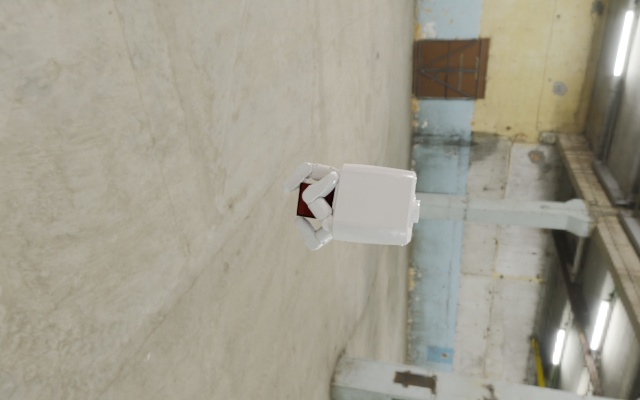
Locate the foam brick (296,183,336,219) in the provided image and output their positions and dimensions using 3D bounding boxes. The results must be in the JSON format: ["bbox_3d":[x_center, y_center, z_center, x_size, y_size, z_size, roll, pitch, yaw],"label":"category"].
[{"bbox_3d":[0.000,0.002,0.741,0.051,0.053,0.078,7,1,14],"label":"foam brick"}]
